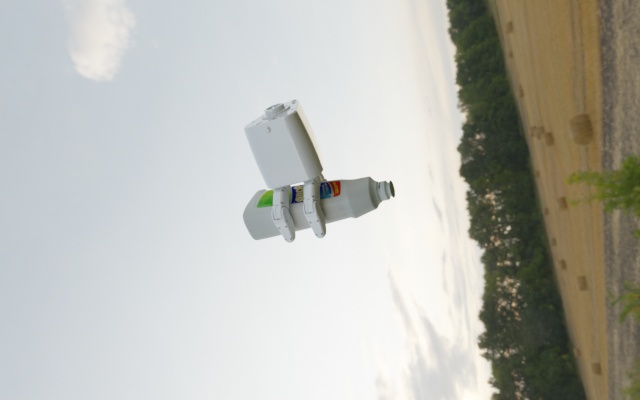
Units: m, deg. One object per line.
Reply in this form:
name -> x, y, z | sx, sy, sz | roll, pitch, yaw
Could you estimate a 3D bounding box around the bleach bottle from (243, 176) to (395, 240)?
bleach bottle -> 0.000, 0.003, 0.788 | 0.251, 0.068, 0.102 | -12, 26, 23
